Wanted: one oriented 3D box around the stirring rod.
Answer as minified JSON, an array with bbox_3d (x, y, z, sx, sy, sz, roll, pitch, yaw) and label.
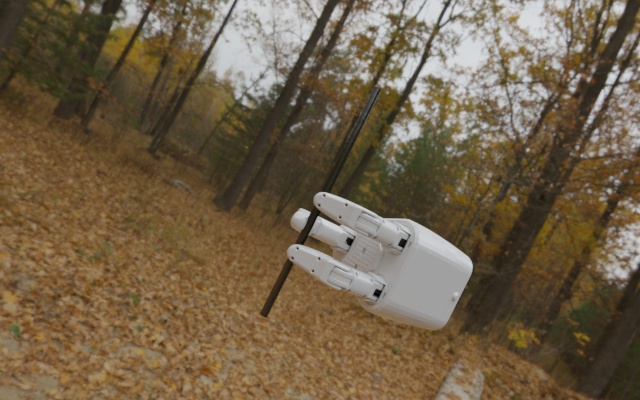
[{"bbox_3d":[0.000,0.002,0.452,0.011,0.239,0.011,27,0,0],"label":"stirring rod"}]
